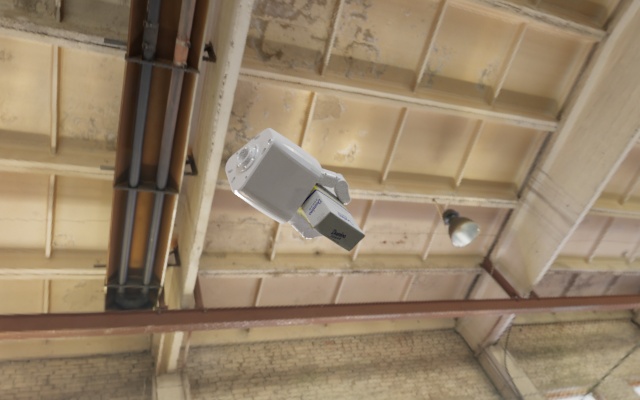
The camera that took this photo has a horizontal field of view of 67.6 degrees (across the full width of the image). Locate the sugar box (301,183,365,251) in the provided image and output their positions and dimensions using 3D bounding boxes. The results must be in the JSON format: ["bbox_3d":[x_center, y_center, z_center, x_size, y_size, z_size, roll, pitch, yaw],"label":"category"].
[{"bbox_3d":[0.000,0.003,0.805,0.093,0.048,0.176,35,17,-38],"label":"sugar box"}]
